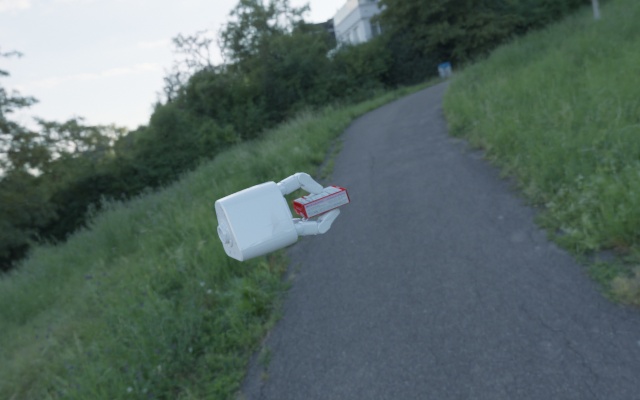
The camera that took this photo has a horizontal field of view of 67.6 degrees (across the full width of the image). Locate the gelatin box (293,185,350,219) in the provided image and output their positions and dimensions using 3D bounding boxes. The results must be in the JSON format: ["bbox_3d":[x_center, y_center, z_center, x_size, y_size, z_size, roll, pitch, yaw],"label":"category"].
[{"bbox_3d":[0.000,0.002,0.876,0.089,0.030,0.073,-22,12,-13],"label":"gelatin box"}]
